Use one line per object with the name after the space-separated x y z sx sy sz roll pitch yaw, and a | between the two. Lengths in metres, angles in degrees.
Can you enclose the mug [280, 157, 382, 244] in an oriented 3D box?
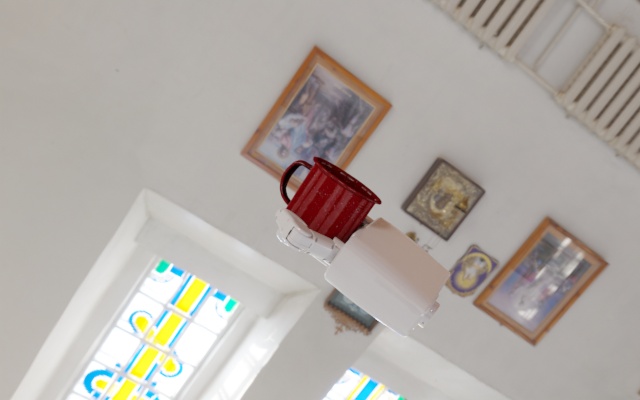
-0.001 0.001 0.550 0.117 0.081 0.093 38 12 17 | mug
